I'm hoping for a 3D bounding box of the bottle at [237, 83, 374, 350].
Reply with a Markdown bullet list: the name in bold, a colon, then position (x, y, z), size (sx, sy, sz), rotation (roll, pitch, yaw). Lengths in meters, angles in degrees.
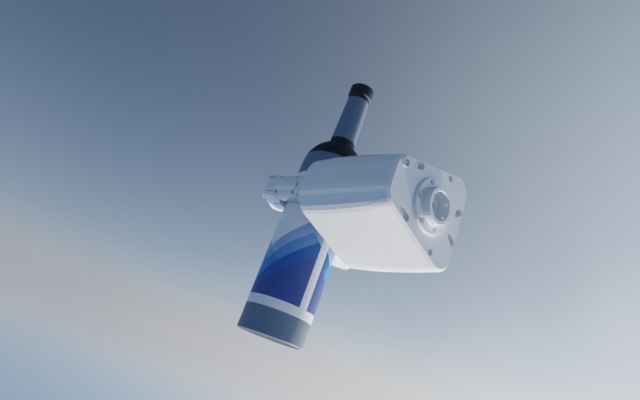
- **bottle**: position (0.000, 0.002, 0.504), size (0.069, 0.295, 0.069), rotation (18, -20, 7)
